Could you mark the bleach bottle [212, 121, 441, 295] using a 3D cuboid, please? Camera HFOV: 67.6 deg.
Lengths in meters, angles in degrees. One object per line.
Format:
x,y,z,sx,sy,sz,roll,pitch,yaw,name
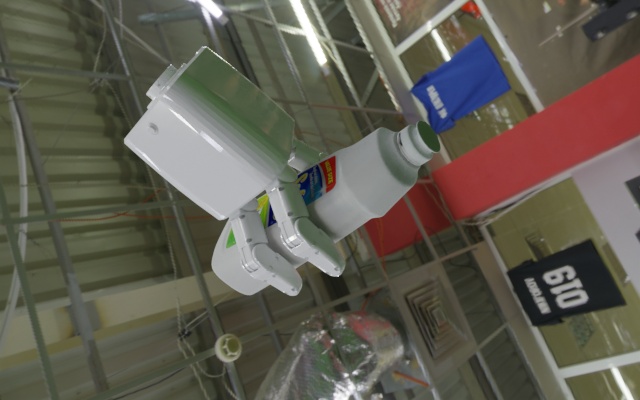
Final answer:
0.000,0.002,0.440,0.068,0.102,0.251,40,-50,-20,bleach bottle
